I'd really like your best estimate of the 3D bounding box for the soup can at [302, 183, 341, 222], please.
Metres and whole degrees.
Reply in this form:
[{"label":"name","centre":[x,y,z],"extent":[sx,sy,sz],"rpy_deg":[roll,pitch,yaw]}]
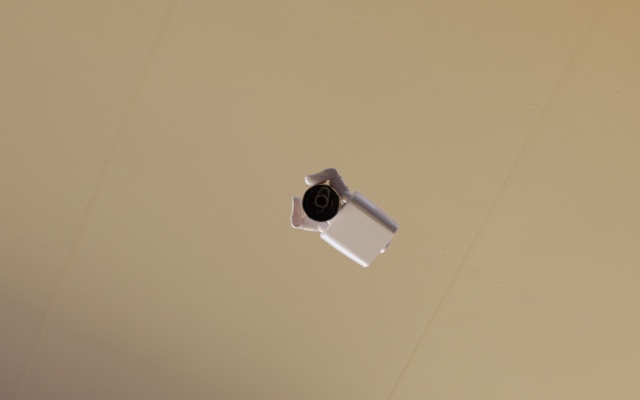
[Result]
[{"label":"soup can","centre":[0.000,0.003,0.880],"extent":[0.068,0.068,0.102],"rpy_deg":[0,2,-2]}]
